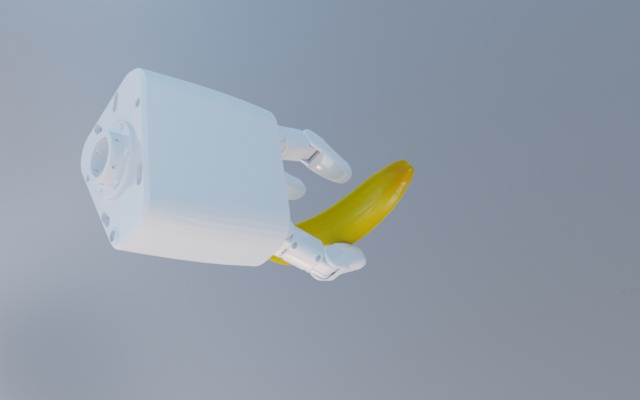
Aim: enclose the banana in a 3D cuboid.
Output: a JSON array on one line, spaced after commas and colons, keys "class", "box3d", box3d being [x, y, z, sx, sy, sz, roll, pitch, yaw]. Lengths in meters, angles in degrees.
[{"class": "banana", "box3d": [-0.002, 0.020, 0.425, 0.198, 0.069, 0.037, -17, -26, 41]}]
